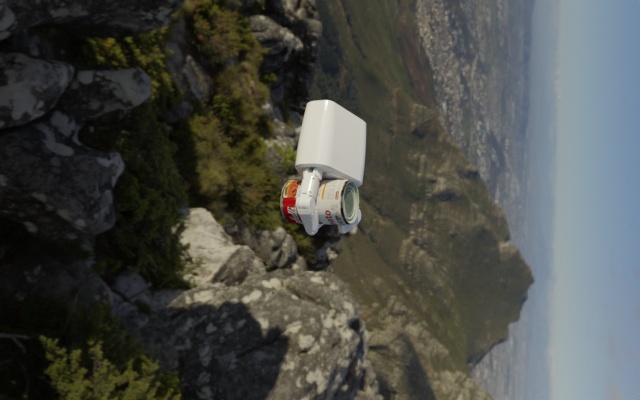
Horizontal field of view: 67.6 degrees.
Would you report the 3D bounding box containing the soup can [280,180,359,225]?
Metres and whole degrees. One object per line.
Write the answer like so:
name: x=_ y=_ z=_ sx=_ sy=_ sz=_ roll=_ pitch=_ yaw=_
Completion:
soup can: x=0.000 y=0.003 z=0.723 sx=0.102 sy=0.068 sz=0.068 roll=0 pitch=0 yaw=26
